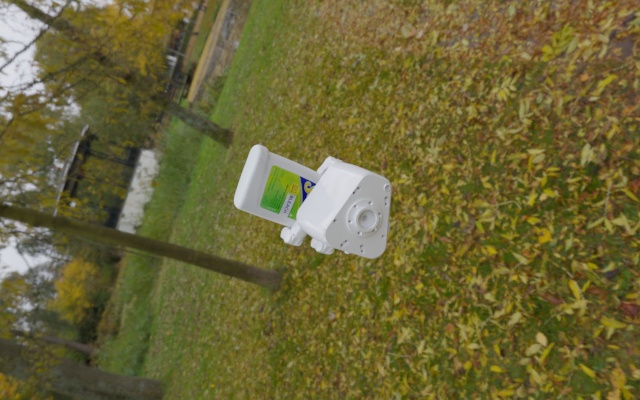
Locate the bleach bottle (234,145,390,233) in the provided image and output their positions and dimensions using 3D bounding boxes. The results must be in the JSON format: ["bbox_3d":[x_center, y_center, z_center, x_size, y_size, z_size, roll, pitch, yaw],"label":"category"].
[{"bbox_3d":[0.000,0.003,0.744,0.251,0.102,0.068,18,5,-22],"label":"bleach bottle"}]
